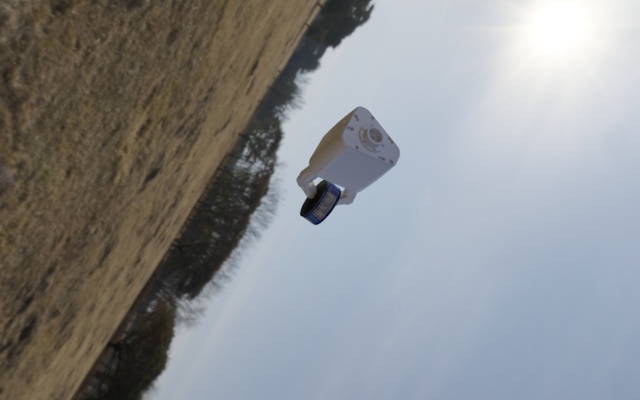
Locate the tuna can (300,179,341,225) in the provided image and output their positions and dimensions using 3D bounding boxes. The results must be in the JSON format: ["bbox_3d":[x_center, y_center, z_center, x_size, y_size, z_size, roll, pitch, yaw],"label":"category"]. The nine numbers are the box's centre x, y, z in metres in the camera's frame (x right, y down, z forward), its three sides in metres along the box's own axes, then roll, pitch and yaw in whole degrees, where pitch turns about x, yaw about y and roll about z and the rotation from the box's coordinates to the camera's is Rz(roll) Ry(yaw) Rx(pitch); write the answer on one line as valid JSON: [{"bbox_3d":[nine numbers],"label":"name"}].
[{"bbox_3d":[0.001,0.003,0.889,0.034,0.086,0.086,36,-11,-15],"label":"tuna can"}]
